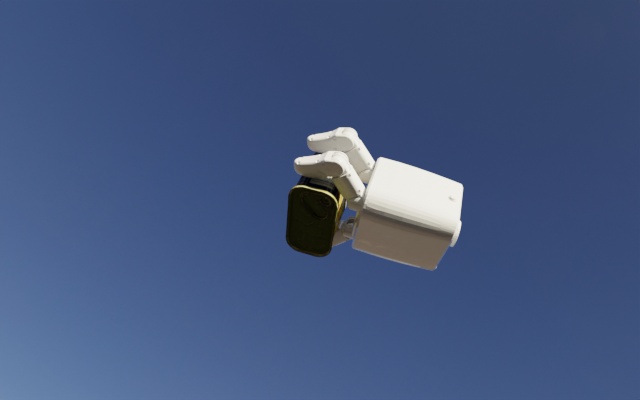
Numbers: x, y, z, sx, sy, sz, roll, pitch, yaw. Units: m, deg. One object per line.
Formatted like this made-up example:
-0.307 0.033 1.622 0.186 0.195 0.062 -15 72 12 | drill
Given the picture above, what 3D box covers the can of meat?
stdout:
0.000 0.002 0.576 0.057 0.102 0.084 15 41 10 | can of meat
